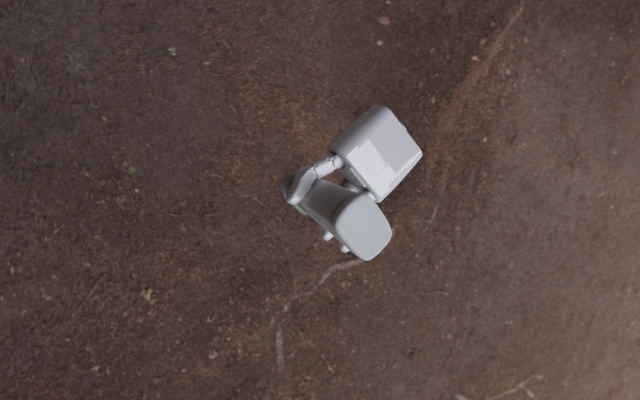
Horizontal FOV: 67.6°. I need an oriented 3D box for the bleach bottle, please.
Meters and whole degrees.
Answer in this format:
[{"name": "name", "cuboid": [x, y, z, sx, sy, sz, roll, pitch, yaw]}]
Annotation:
[{"name": "bleach bottle", "cuboid": [0.000, 0.003, 0.740, 0.103, 0.068, 0.250, 51, -11, -34]}]
